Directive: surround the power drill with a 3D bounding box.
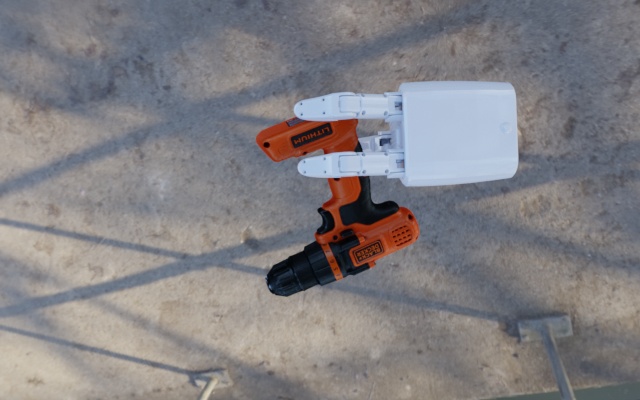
[{"bbox_3d":[0.000,0.001,0.520,0.184,0.188,0.057,-24,22,-4],"label":"power drill"}]
